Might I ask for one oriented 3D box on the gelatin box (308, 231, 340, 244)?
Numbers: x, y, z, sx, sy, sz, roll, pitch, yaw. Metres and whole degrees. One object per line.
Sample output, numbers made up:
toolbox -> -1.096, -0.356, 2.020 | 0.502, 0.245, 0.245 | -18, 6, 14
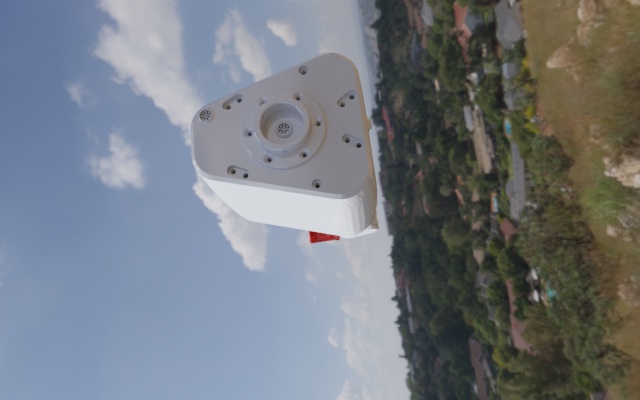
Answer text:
gelatin box -> 0.000, 0.002, 0.466 | 0.030, 0.073, 0.089 | -7, -1, 0
